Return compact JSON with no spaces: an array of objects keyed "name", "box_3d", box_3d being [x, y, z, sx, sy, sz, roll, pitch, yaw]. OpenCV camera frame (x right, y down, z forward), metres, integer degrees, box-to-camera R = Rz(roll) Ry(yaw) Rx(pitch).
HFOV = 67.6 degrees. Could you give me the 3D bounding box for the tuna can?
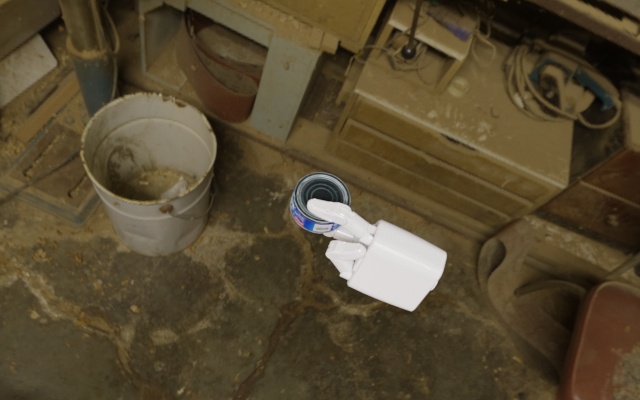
[{"name":"tuna can","box_3d":[0.000,0.002,0.690,0.086,0.086,0.034,0,-28,-11]}]
